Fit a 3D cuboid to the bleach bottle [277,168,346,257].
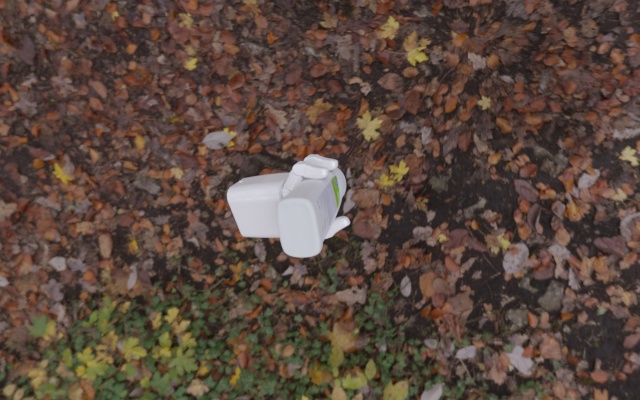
[{"bbox_3d":[0.000,0.003,0.841,0.068,0.102,0.250,-2,17,18],"label":"bleach bottle"}]
